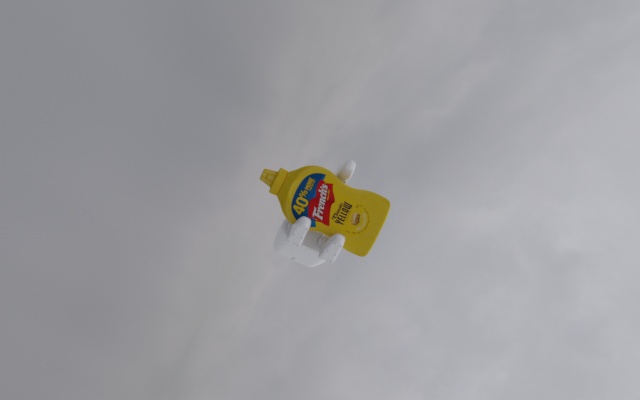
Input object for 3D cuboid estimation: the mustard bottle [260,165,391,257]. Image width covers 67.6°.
[{"bbox_3d":[0.000,0.002,0.707,0.191,0.096,0.058,26,1,-6],"label":"mustard bottle"}]
